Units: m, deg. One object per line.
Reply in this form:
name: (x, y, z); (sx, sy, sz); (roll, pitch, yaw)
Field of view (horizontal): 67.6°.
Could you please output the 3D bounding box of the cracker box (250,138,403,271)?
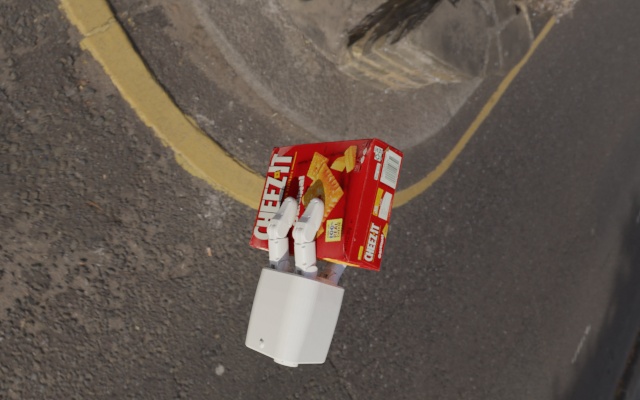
cracker box: (0.000, 0.002, 0.679); (0.072, 0.164, 0.213); (22, -13, -42)
